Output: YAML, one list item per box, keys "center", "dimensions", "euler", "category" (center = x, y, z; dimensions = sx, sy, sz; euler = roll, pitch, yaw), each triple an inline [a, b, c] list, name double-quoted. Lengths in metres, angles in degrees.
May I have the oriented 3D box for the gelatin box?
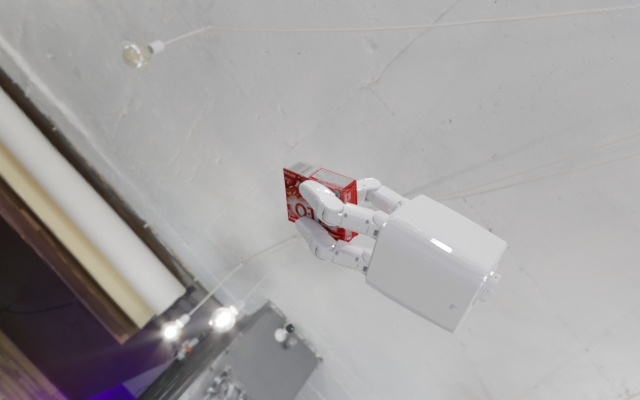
- center: [0.000, 0.001, 0.540]
  dimensions: [0.089, 0.073, 0.030]
  euler: [23, 41, 34]
  category: "gelatin box"
